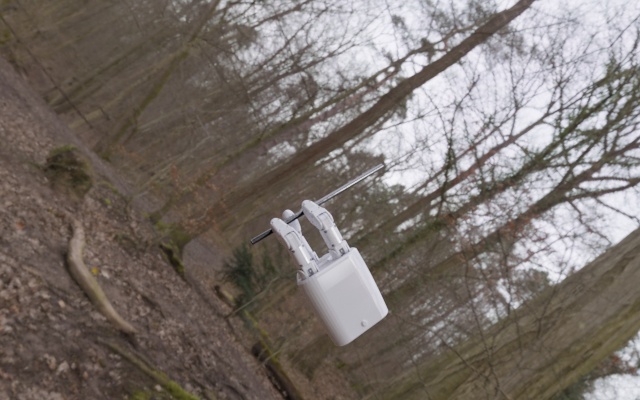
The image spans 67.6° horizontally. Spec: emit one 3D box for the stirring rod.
[{"bbox_3d":[0.000,0.002,0.717,0.239,0.011,0.011,-30,11,-20],"label":"stirring rod"}]
